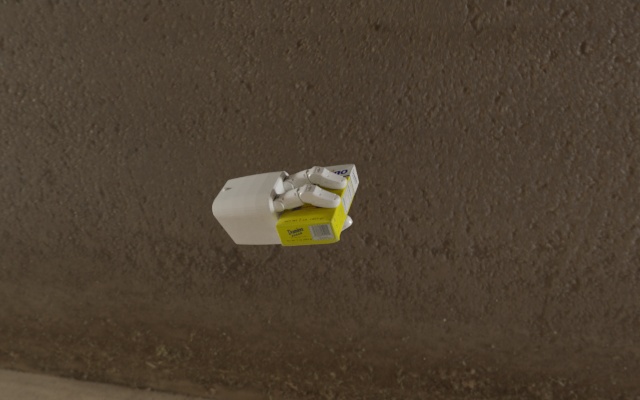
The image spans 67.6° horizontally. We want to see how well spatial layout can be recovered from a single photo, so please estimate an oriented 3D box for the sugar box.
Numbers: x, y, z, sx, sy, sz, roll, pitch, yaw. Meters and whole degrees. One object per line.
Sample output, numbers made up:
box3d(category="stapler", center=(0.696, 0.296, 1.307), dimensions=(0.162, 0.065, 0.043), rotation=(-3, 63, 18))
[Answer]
box3d(category="sugar box", center=(0.000, 0.002, 0.774), dimensions=(0.093, 0.048, 0.176), rotation=(-6, 33, 19))
